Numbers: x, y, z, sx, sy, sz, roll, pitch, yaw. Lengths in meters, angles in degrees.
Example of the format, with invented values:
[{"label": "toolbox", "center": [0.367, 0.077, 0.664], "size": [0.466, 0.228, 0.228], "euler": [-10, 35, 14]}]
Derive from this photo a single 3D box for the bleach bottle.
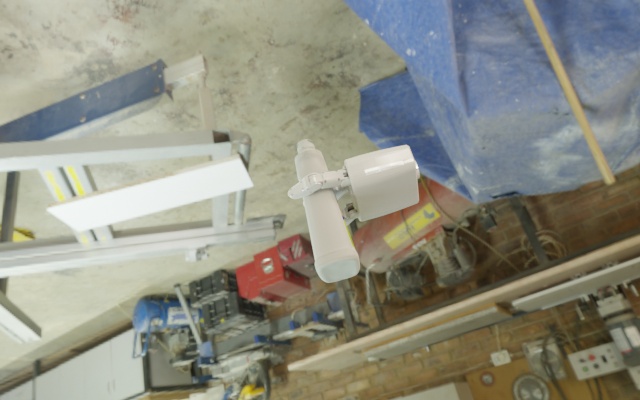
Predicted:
[{"label": "bleach bottle", "center": [0.000, 0.003, 0.792], "size": [0.068, 0.250, 0.103], "euler": [-16, -26, 1]}]
